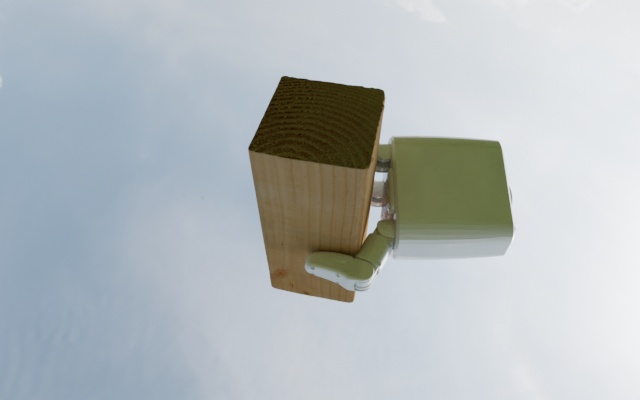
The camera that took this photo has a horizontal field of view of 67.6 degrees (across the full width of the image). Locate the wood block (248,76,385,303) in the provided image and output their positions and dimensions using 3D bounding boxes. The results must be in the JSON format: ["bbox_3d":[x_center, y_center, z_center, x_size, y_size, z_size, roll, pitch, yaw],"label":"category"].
[{"bbox_3d":[0.000,0.002,0.440,0.090,0.090,0.206,10,-38,8],"label":"wood block"}]
